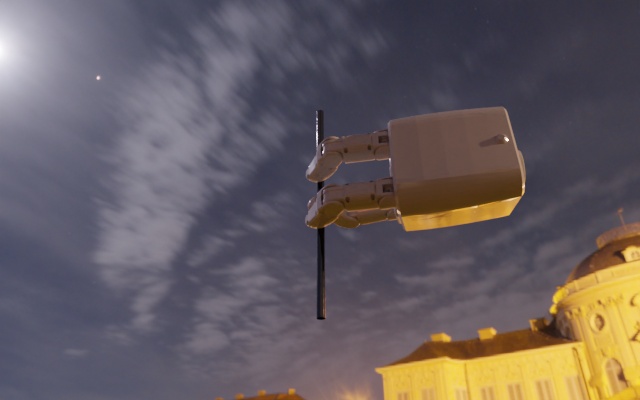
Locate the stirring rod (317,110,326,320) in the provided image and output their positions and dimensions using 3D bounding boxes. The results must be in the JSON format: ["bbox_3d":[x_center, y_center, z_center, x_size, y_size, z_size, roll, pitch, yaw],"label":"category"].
[{"bbox_3d":[0.000,0.002,0.483,0.011,0.239,0.011,0,-31,0],"label":"stirring rod"}]
